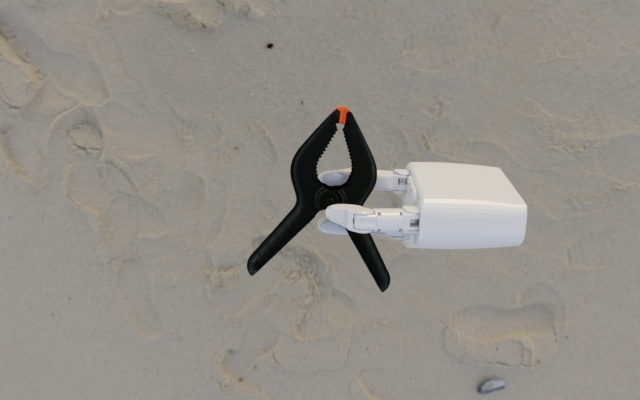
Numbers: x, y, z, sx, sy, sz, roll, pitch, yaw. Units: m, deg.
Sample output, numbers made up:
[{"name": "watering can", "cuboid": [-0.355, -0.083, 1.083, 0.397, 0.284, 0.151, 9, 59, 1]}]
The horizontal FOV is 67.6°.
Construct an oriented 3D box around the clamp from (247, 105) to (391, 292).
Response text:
[{"name": "clamp", "cuboid": [0.000, 0.001, 0.528, 0.164, 0.210, 0.036, 1, 13, -2]}]
